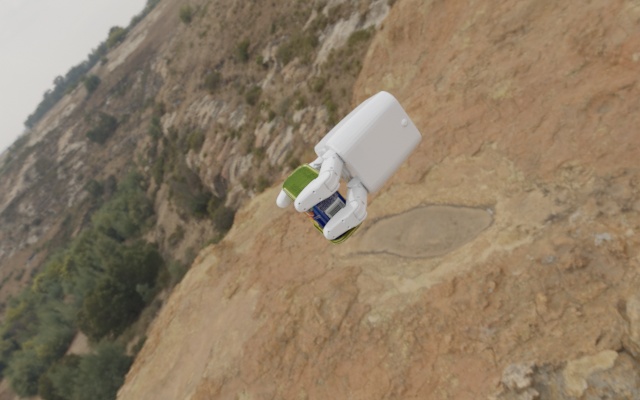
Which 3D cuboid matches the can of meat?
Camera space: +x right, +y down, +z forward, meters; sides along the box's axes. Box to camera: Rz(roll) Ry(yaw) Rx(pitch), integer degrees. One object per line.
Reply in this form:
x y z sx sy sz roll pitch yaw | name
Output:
0.000 0.002 0.652 0.084 0.057 0.102 48 -5 -27 | can of meat
